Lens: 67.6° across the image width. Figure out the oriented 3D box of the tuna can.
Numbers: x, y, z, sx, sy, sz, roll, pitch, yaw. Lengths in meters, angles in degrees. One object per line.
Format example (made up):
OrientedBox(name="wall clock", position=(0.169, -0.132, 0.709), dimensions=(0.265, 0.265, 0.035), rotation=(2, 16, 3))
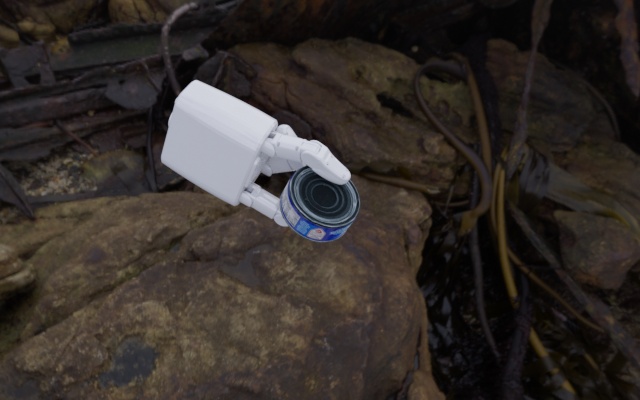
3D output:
OrientedBox(name="tuna can", position=(0.000, 0.001, 0.532), dimensions=(0.086, 0.086, 0.034), rotation=(0, -32, -25))
